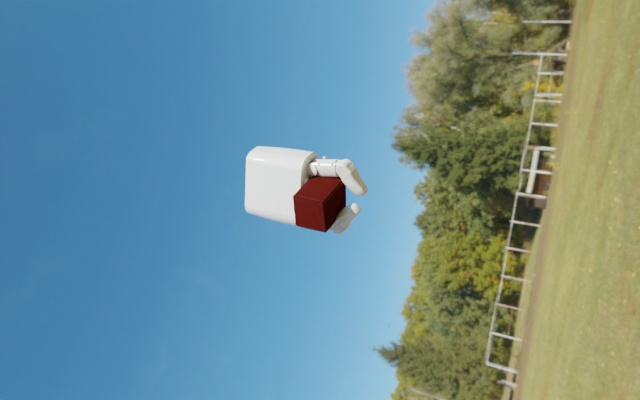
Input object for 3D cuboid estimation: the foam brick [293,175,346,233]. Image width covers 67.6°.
[{"bbox_3d":[0.000,0.002,0.707,0.051,0.053,0.078,12,34,23],"label":"foam brick"}]
